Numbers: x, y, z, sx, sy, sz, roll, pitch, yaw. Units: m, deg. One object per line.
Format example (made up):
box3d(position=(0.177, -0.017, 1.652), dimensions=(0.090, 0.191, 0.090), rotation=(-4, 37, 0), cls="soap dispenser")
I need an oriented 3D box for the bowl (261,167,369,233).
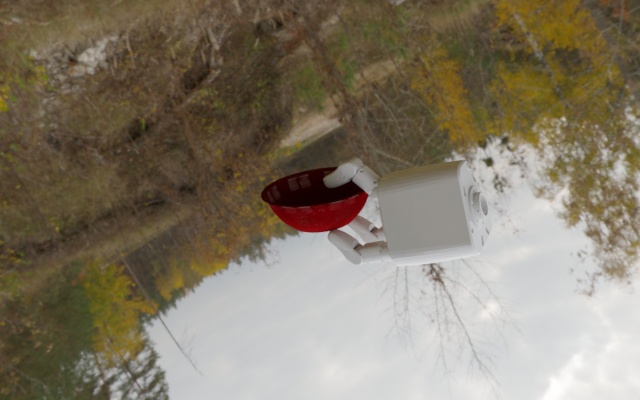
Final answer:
box3d(position=(-0.001, 0.002, 0.675), dimensions=(0.162, 0.055, 0.162), rotation=(-8, 20, 3), cls="bowl")
